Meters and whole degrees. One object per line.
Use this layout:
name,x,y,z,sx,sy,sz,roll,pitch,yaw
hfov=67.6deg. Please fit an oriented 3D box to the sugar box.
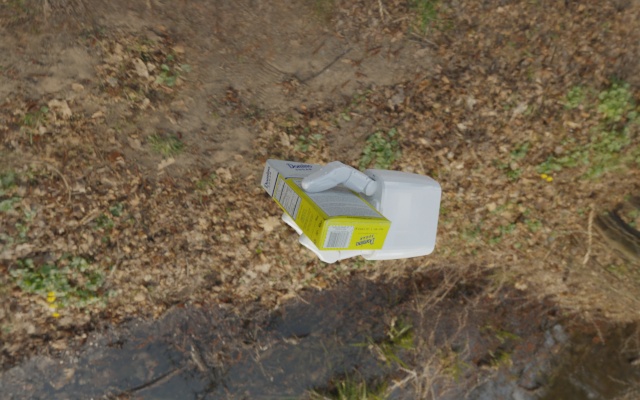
sugar box,0.000,0.003,0.608,0.093,0.048,0.176,4,22,-32
